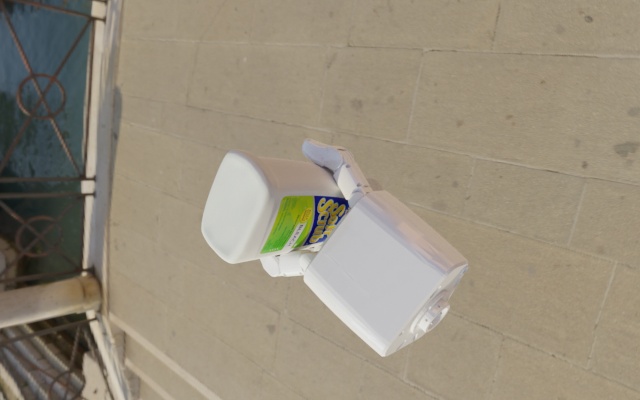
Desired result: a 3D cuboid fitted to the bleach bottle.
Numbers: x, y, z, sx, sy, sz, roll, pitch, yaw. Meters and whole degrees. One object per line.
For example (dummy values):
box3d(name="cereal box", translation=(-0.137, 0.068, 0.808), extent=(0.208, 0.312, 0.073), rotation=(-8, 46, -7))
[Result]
box3d(name="bleach bottle", translation=(0.000, 0.002, 0.512), extent=(0.068, 0.103, 0.251), rotation=(41, 27, 31))
